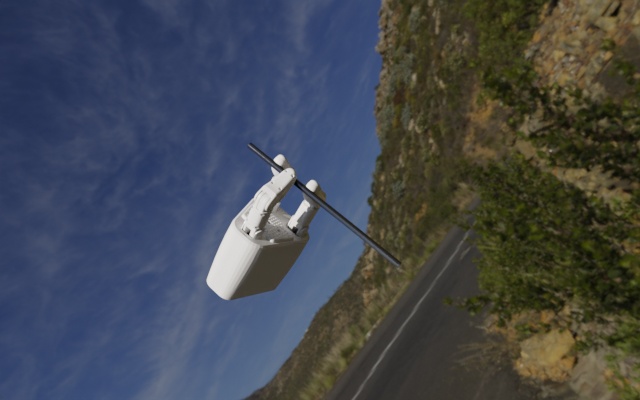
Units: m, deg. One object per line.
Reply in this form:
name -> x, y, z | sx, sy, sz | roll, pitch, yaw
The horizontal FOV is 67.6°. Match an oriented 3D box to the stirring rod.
stirring rod -> 0.000, 0.002, 0.578 | 0.239, 0.011, 0.011 | 39, 11, 15
